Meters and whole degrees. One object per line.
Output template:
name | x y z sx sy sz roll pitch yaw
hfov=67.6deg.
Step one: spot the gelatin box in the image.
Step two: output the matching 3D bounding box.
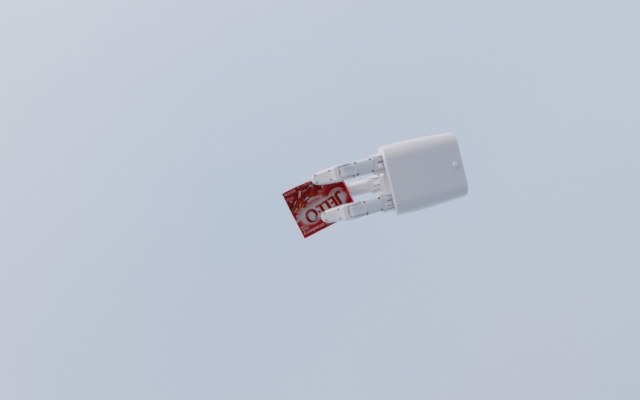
gelatin box | 0.000 0.002 0.692 0.089 0.073 0.030 -27 2 6
